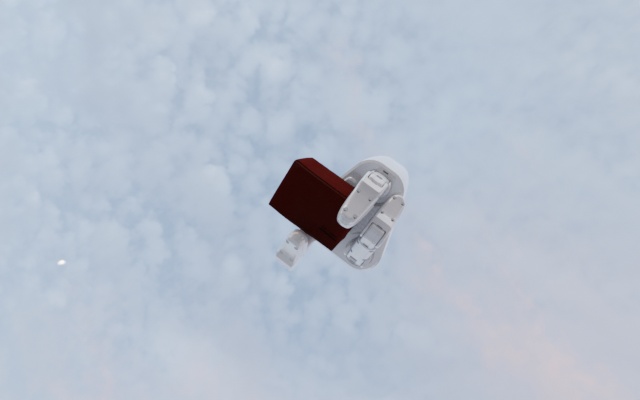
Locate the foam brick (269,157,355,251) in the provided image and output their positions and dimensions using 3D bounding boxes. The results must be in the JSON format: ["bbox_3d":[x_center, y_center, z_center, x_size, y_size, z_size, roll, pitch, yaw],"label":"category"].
[{"bbox_3d":[0.000,0.001,0.462,0.078,0.053,0.051,37,17,6],"label":"foam brick"}]
